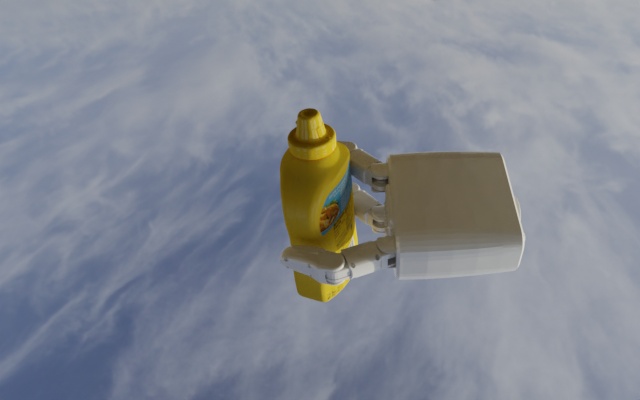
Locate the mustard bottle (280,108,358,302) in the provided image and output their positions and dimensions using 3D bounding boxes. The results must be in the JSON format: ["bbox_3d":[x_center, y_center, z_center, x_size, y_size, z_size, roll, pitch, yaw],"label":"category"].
[{"bbox_3d":[0.000,0.002,0.449,0.058,0.192,0.096,13,45,21],"label":"mustard bottle"}]
